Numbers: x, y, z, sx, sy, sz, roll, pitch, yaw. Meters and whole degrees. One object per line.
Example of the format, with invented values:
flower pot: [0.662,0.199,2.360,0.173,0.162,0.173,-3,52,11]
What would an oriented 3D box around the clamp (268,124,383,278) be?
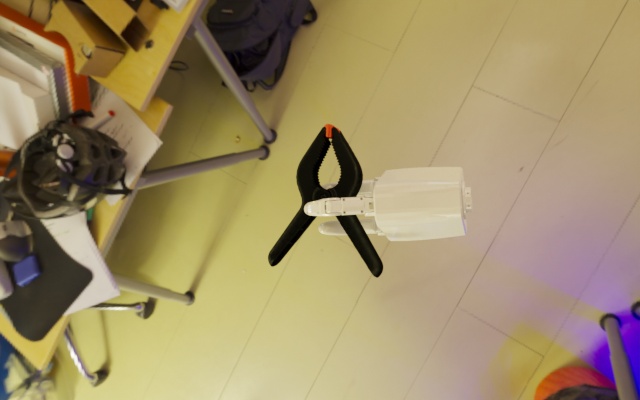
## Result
clamp: [0.000,0.002,0.658,0.164,0.210,0.036,-4,-4,18]
